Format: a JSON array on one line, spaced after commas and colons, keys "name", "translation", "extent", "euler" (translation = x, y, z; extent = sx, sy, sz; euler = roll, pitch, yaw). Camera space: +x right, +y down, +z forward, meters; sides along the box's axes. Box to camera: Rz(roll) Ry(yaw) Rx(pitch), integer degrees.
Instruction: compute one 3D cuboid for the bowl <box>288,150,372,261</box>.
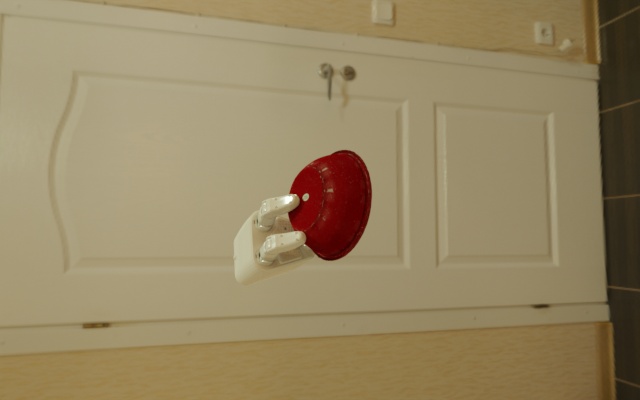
[{"name": "bowl", "translation": [0.000, 0.001, 0.672], "extent": [0.055, 0.162, 0.162], "euler": [11, -7, -34]}]
